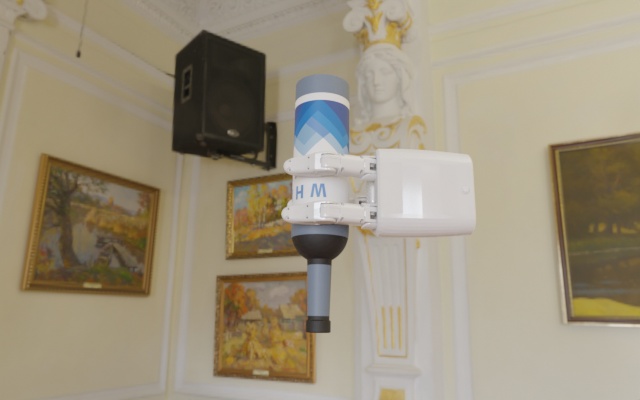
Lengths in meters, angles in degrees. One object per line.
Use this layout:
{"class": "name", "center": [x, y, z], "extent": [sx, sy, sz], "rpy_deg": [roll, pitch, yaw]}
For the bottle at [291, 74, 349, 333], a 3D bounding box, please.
{"class": "bottle", "center": [0.000, 0.002, 0.558], "extent": [0.069, 0.295, 0.069], "rpy_deg": [1, -14, 0]}
